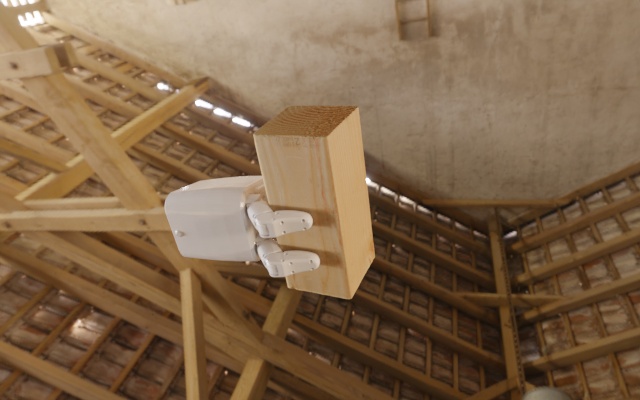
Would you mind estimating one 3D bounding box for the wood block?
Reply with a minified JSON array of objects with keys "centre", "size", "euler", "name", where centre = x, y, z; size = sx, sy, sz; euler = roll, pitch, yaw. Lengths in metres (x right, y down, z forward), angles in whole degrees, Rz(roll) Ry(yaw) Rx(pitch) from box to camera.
[{"centre":[0.000,0.002,0.561],"size":[0.090,0.206,0.090],"euler":[5,33,25],"name":"wood block"}]
